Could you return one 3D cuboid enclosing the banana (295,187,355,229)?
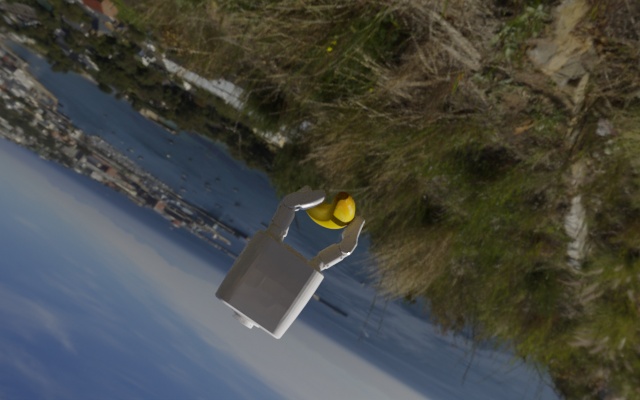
[{"bbox_3d":[0.012,0.014,0.720,0.070,0.037,0.198,43,-13,-18],"label":"banana"}]
